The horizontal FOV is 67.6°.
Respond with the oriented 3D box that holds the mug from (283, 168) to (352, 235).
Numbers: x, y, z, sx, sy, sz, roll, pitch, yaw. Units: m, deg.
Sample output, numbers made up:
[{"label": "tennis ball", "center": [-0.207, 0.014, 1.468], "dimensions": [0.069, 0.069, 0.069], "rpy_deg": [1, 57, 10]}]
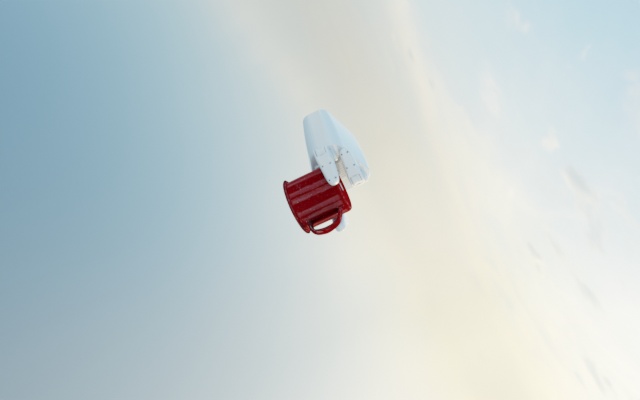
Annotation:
[{"label": "mug", "center": [0.001, 0.003, 0.744], "dimensions": [0.081, 0.117, 0.093], "rpy_deg": [-25, -44, 9]}]
